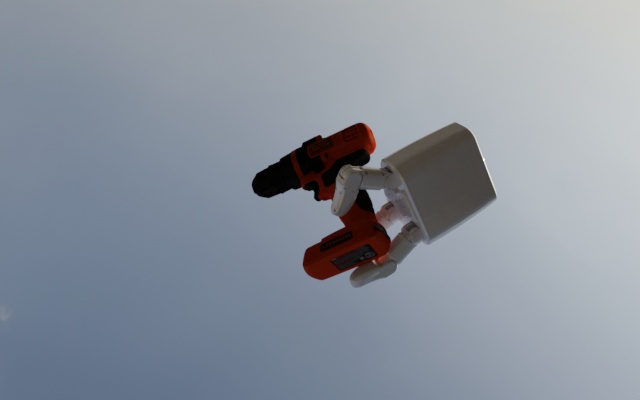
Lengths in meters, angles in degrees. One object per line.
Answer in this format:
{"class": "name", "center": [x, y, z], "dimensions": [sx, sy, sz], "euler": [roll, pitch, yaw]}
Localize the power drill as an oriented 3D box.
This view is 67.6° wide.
{"class": "power drill", "center": [0.000, 0.002, 0.612], "dimensions": [0.184, 0.187, 0.057], "euler": [-25, -35, 16]}
